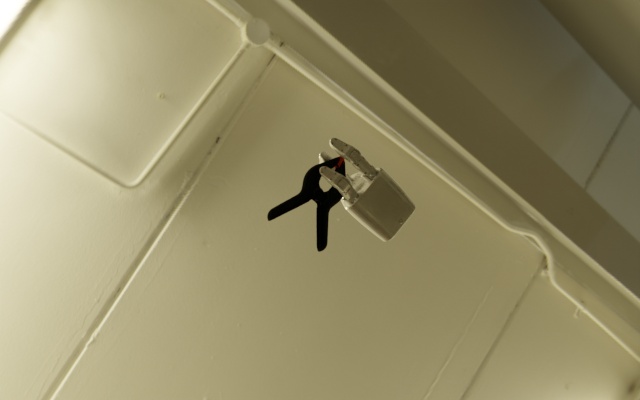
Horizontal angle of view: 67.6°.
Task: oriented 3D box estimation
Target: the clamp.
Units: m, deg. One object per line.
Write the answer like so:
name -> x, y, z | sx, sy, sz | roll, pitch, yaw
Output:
clamp -> 0.000, 0.003, 0.852 | 0.120, 0.171, 0.039 | 43, -8, -19
